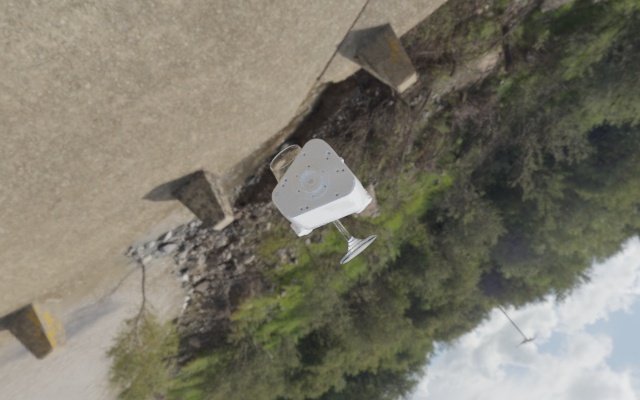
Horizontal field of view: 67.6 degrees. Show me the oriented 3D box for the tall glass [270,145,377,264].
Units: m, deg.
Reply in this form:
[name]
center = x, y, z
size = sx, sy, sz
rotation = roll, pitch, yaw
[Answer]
[tall glass]
center = 0.001, 0.003, 0.778
size = 0.079, 0.201, 0.079
rotation = -36, -15, -11
